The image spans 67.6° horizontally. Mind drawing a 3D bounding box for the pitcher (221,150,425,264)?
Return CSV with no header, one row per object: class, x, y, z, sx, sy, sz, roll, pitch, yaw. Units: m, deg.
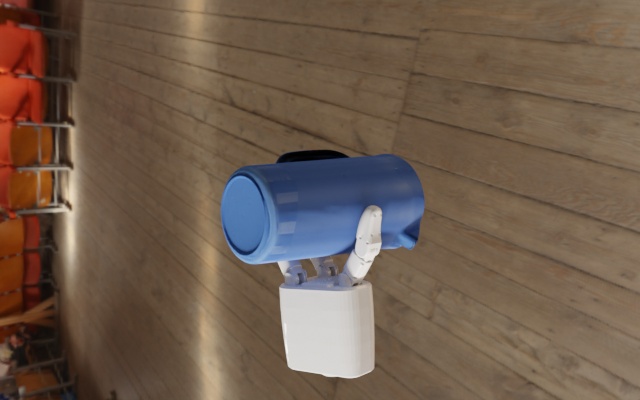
pitcher,0.000,0.002,0.598,0.243,0.145,0.149,-4,2,-41
